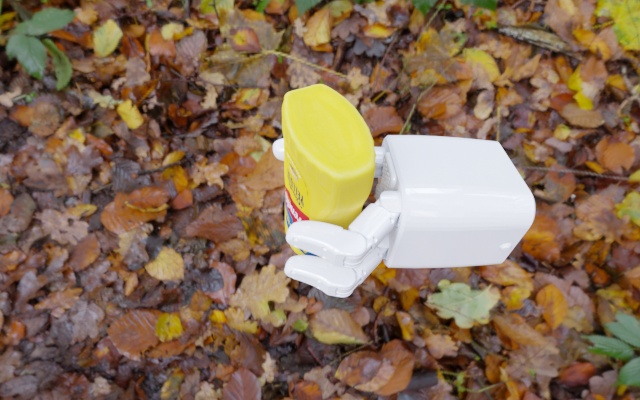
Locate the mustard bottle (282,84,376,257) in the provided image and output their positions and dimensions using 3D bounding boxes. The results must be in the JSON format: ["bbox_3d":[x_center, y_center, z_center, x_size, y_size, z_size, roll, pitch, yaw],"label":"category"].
[{"bbox_3d":[0.000,0.001,0.415,0.058,0.096,0.192,-20,-32,-17],"label":"mustard bottle"}]
